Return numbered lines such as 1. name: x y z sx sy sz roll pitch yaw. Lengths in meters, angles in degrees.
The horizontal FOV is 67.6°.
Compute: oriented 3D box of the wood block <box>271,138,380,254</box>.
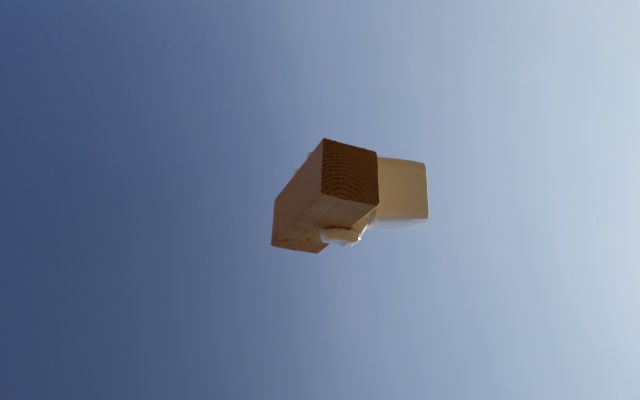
1. wood block: 0.000 0.003 0.739 0.090 0.090 0.206 12 -29 -20
